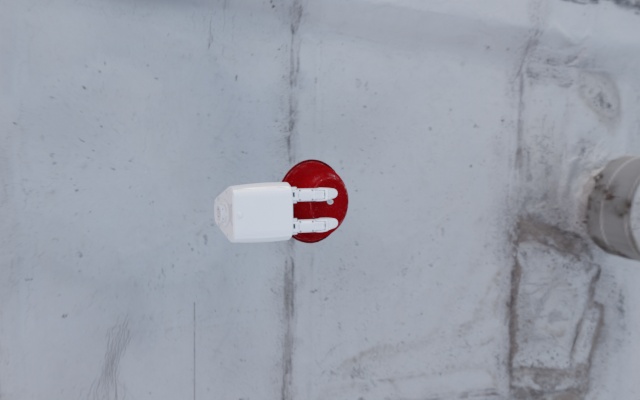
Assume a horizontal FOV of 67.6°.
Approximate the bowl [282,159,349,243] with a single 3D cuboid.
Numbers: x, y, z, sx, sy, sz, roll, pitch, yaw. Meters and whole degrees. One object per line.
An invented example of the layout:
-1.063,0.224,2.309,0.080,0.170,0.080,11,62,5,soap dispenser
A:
0.001,0.003,0.897,0.162,0.162,0.055,0,2,-39,bowl
